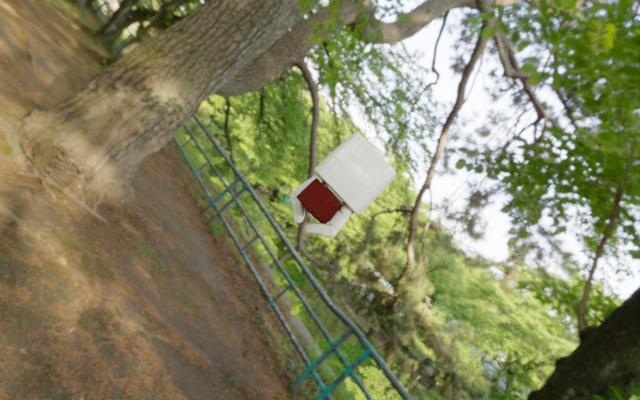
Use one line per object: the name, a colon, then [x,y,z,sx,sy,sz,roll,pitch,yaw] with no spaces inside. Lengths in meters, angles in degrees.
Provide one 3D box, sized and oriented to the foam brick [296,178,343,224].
foam brick: [0.000,0.003,0.854,0.051,0.053,0.078,-43,-19,1]
